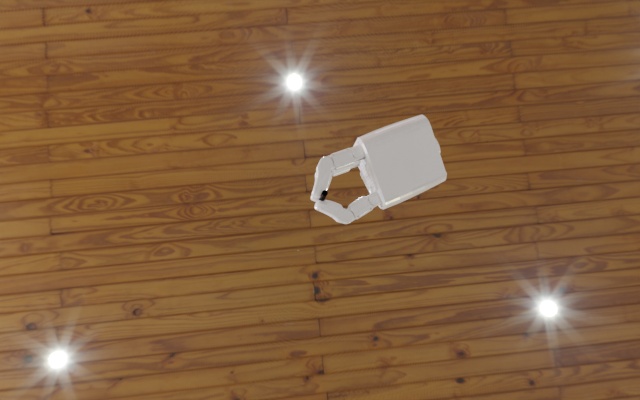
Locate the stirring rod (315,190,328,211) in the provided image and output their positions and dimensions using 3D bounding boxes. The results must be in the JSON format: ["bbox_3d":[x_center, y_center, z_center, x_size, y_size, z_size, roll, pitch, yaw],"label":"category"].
[{"bbox_3d":[0.000,0.002,0.756,0.011,0.011,0.239,0,-6,-3],"label":"stirring rod"}]
